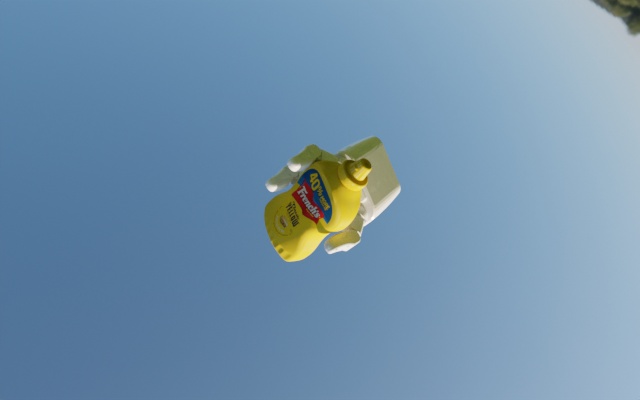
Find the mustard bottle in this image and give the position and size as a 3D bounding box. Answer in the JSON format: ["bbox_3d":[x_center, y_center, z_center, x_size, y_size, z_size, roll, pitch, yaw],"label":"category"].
[{"bbox_3d":[0.000,0.002,0.644,0.058,0.096,0.192,0,-29,-44],"label":"mustard bottle"}]
